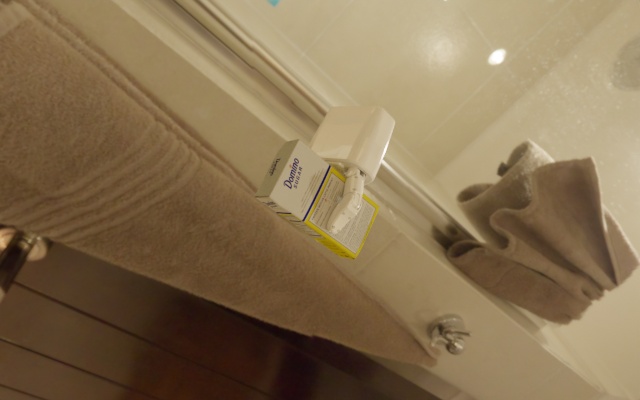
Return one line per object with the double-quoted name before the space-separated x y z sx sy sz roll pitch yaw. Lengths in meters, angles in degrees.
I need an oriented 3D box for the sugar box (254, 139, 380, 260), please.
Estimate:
"sugar box" 0.000 0.002 0.675 0.176 0.093 0.048 37 -22 -29
